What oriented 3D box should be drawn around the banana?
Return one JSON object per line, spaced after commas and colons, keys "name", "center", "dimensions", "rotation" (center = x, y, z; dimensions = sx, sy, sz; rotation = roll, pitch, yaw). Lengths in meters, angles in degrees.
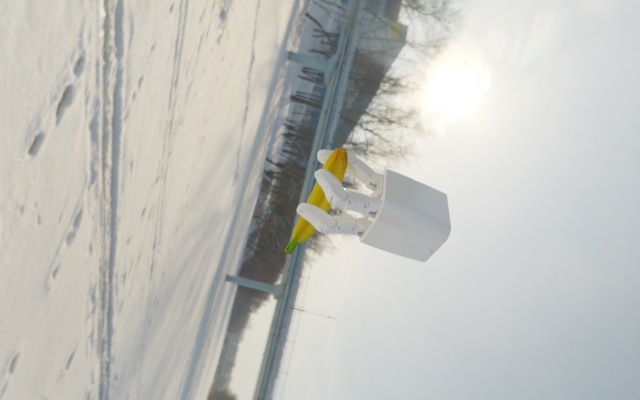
{"name": "banana", "center": [0.002, -0.003, 0.730], "dimensions": [0.037, 0.198, 0.069], "rotation": [25, 28, -2]}
